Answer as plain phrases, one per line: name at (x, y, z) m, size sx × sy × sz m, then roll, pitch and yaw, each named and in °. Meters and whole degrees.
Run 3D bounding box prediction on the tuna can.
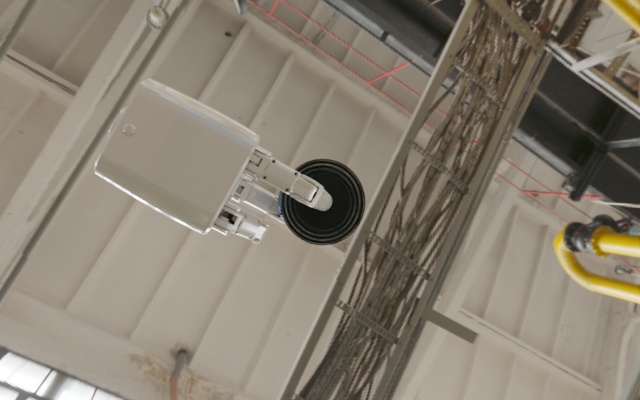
tuna can at (0.000, 0.002, 0.486) m, size 0.086 × 0.086 × 0.034 m, roll 0°, pitch 0°, yaw -10°
